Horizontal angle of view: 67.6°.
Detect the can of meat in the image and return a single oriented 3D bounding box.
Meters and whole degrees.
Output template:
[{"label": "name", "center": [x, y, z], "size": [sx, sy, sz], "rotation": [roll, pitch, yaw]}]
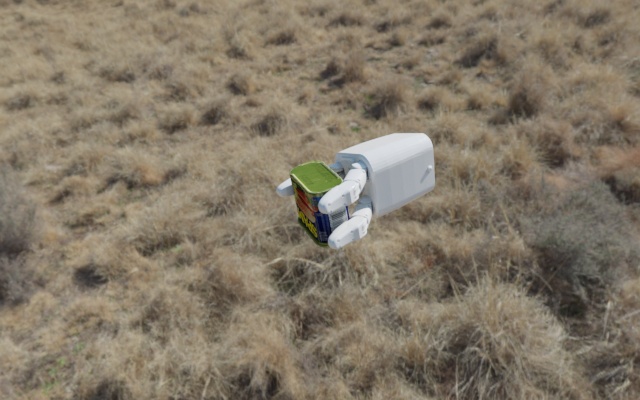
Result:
[{"label": "can of meat", "center": [0.000, 0.002, 0.655], "size": [0.057, 0.084, 0.102], "rotation": [-21, 32, -16]}]
